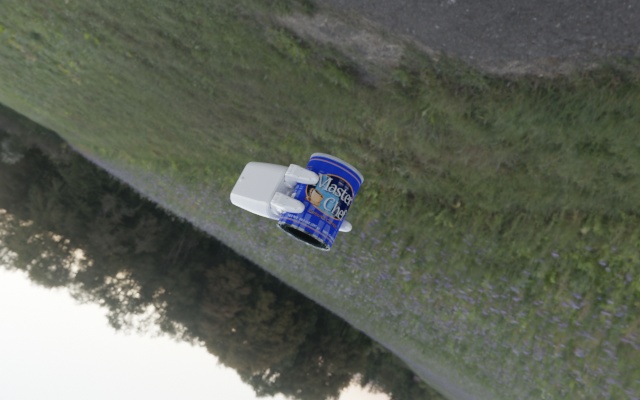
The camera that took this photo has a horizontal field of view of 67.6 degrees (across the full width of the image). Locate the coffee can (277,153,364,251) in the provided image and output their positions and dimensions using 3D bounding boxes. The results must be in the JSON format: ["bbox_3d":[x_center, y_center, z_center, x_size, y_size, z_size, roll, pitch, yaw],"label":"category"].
[{"bbox_3d":[0.000,0.003,0.832,0.103,0.140,0.103,25,-15,7],"label":"coffee can"}]
